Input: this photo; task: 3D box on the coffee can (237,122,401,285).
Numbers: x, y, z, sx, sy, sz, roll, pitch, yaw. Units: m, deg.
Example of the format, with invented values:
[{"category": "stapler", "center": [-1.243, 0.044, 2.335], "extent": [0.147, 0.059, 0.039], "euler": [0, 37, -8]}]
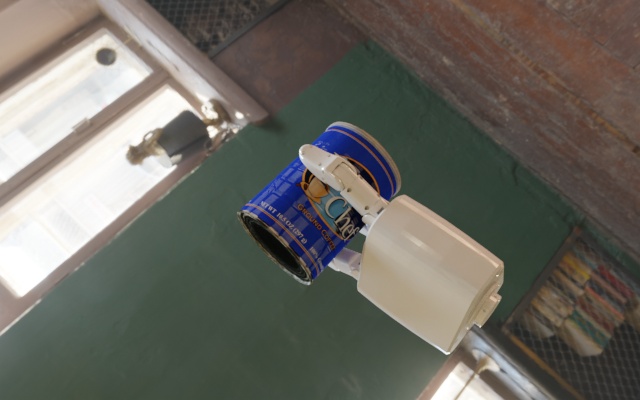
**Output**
[{"category": "coffee can", "center": [0.000, 0.001, 0.495], "extent": [0.140, 0.103, 0.103], "euler": [-45, 18, -19]}]
